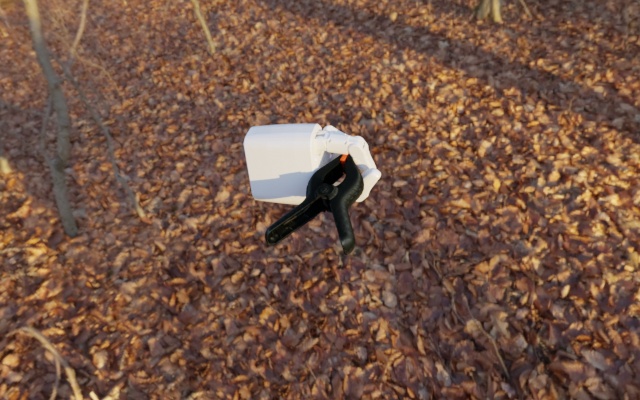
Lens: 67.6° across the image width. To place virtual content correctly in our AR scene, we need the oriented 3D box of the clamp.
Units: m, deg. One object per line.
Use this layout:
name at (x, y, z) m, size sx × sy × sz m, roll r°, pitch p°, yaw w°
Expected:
clamp at (0.000, 0.001, 0.627) m, size 0.120 × 0.039 × 0.171 m, roll 2°, pitch 43°, yaw 16°
